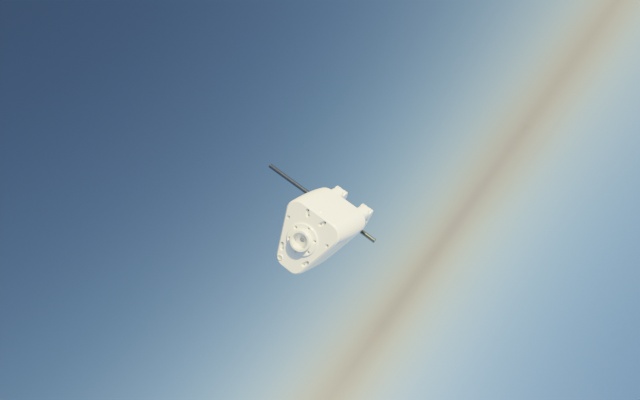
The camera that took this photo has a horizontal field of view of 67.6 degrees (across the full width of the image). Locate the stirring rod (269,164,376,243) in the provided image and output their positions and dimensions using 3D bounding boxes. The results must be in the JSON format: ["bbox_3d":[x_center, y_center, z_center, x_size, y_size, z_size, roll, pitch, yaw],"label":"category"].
[{"bbox_3d":[0.000,0.003,0.863,0.239,0.011,0.011,36,10,14],"label":"stirring rod"}]
